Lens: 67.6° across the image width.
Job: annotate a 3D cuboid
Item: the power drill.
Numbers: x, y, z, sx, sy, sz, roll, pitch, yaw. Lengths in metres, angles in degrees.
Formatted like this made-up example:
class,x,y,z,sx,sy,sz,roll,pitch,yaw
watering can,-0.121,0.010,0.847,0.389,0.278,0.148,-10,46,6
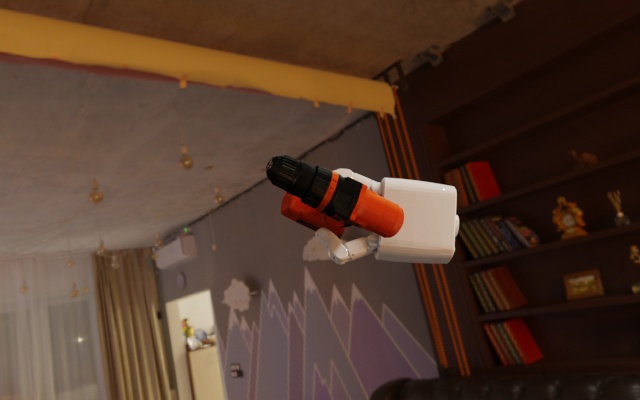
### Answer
class,x,y,z,sx,sy,sz,roll,pitch,yaw
power drill,0.000,0.002,0.653,0.184,0.057,0.187,26,-11,-12
